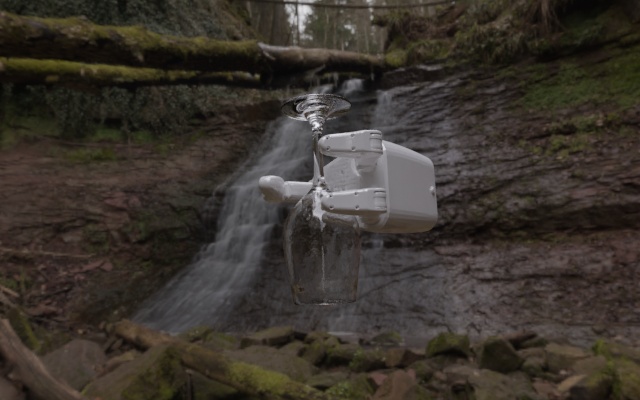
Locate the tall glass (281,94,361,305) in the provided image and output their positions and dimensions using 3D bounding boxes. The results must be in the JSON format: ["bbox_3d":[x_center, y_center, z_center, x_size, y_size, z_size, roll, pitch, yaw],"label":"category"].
[{"bbox_3d":[0.000,0.001,0.482,0.079,0.201,0.079,-2,-9,0],"label":"tall glass"}]
